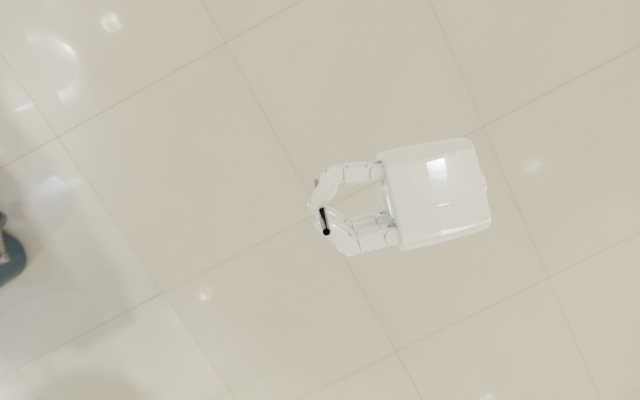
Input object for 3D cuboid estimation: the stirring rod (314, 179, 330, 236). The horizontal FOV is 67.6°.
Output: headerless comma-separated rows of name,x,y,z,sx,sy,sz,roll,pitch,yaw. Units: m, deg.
stirring rod,0.000,0.002,0.597,0.011,0.011,0.239,0,14,-3
